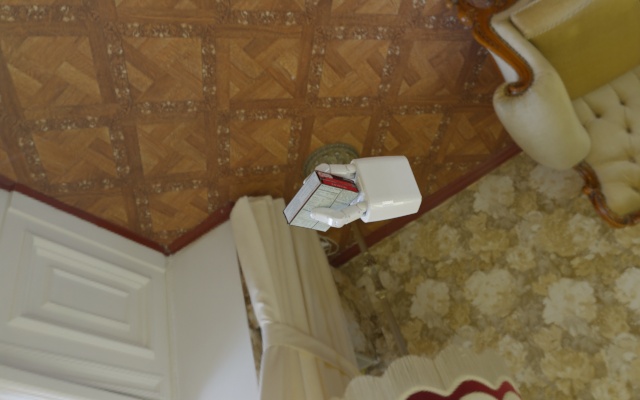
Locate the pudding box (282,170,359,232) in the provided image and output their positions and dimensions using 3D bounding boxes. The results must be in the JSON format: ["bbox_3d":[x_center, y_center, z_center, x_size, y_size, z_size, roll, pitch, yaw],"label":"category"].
[{"bbox_3d":[0.000,0.003,0.850,0.090,0.039,0.113,14,-53,-37],"label":"pudding box"}]
